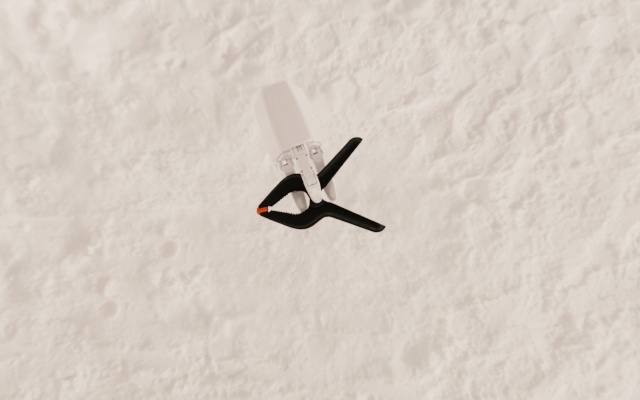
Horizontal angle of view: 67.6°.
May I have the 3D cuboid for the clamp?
[{"bbox_3d":[0.000,0.003,0.798,0.210,0.164,0.036,-21,-5,-2],"label":"clamp"}]
